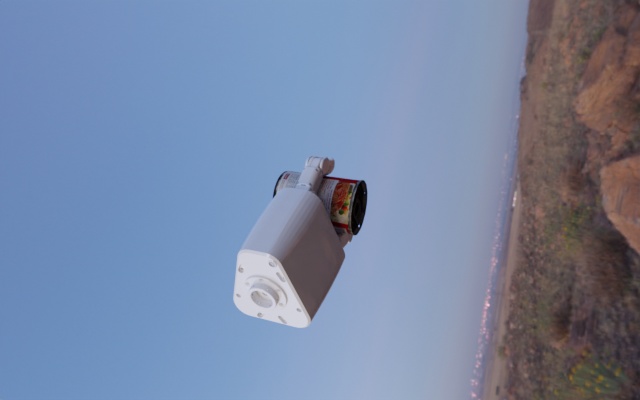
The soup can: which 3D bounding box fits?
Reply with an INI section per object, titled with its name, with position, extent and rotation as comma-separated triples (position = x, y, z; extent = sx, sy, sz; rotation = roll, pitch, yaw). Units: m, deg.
[soup can]
position = 0.000, 0.002, 0.593
extent = 0.102, 0.068, 0.068
rotation = 9, 3, 20
